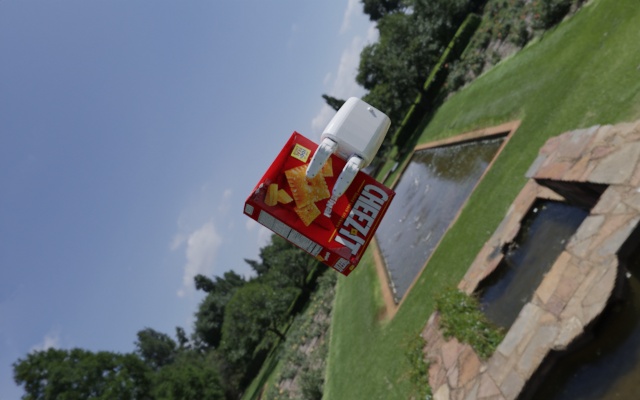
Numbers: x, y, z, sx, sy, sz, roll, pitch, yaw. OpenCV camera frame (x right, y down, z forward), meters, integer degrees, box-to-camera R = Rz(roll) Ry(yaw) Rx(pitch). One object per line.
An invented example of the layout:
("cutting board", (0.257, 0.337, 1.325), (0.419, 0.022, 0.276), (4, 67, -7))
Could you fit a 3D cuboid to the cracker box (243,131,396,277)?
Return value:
("cracker box", (0.000, 0.003, 0.827), (0.213, 0.164, 0.072), (31, -27, 1))
